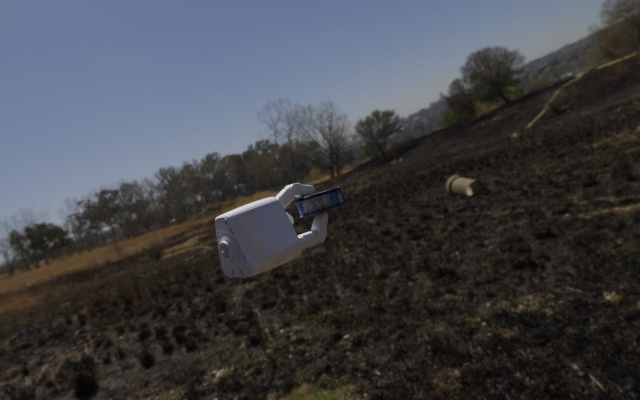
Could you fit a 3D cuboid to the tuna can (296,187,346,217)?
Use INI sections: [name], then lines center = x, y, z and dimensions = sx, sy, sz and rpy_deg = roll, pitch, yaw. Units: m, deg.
[tuna can]
center = 0.000, 0.002, 0.860
dimensions = 0.086, 0.034, 0.086
rpy_deg = -16, 0, 0
